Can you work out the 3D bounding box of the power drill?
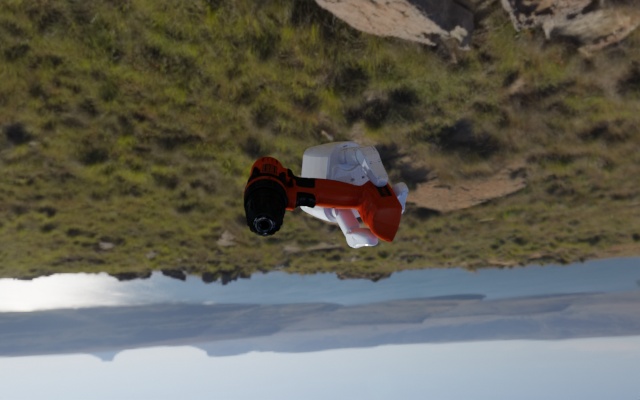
[{"bbox_3d":[0.000,0.002,0.586,0.187,0.057,0.184,11,22,-10],"label":"power drill"}]
